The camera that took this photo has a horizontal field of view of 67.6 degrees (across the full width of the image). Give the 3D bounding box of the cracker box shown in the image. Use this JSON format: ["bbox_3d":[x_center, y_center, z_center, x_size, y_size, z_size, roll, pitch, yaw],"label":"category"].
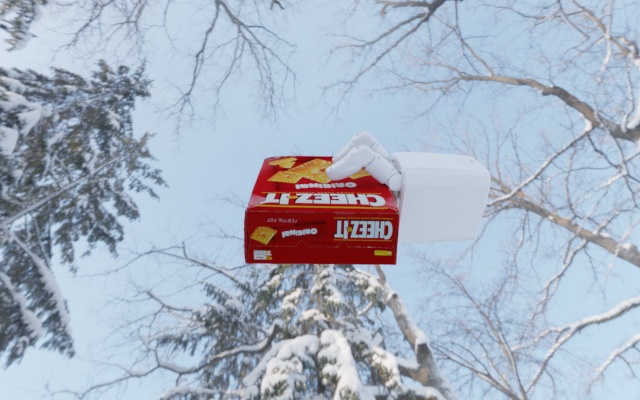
[{"bbox_3d":[0.000,0.002,0.595,0.164,0.072,0.213,0,20,-1],"label":"cracker box"}]
